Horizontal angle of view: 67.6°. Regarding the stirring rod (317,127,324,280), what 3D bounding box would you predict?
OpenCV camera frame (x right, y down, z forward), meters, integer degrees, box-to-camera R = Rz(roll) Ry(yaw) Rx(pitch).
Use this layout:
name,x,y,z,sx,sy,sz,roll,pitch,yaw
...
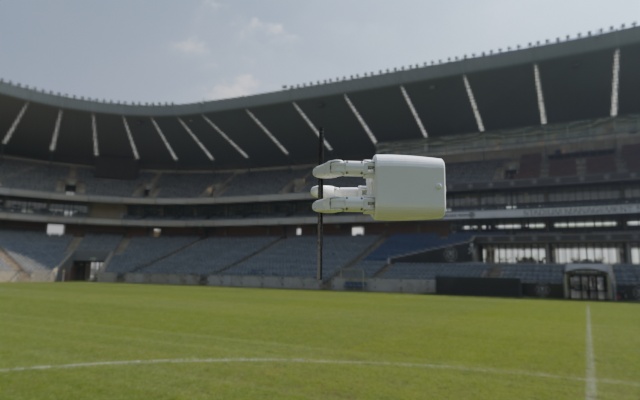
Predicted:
name,x,y,z,sx,sy,sz,roll,pitch,yaw
stirring rod,0.000,0.003,0.750,0.011,0.239,0.011,1,-8,0
